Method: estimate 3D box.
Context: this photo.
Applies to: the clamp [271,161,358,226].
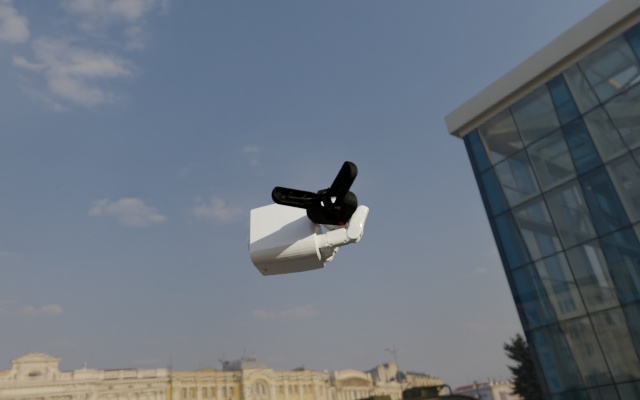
[{"bbox_3d":[0.000,0.002,0.695,0.120,0.039,0.171,-11,-26,4],"label":"clamp"}]
